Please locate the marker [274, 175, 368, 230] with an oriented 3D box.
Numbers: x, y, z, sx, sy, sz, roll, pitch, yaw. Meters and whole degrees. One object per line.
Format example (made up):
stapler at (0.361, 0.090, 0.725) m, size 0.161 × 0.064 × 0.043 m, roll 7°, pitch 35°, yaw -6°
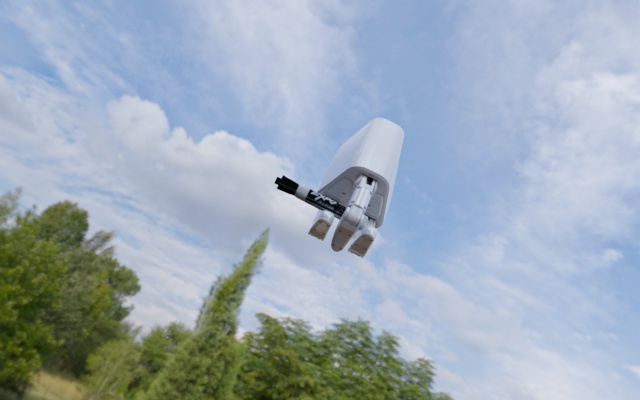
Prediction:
marker at (0.000, 0.002, 0.579) m, size 0.121 × 0.020 × 0.020 m, roll 26°, pitch -2°, yaw -3°
